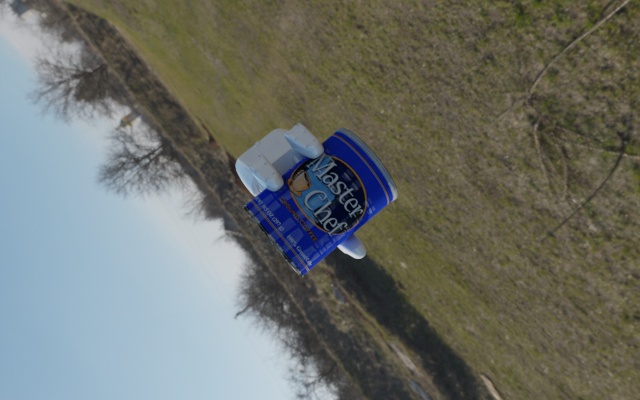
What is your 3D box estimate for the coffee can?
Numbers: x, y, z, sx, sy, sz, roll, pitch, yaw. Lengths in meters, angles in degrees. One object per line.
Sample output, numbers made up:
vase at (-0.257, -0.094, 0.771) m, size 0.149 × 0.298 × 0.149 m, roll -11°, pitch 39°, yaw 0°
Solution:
coffee can at (0.000, 0.002, 0.533) m, size 0.140 × 0.103 × 0.103 m, roll -39°, pitch 6°, yaw -7°
